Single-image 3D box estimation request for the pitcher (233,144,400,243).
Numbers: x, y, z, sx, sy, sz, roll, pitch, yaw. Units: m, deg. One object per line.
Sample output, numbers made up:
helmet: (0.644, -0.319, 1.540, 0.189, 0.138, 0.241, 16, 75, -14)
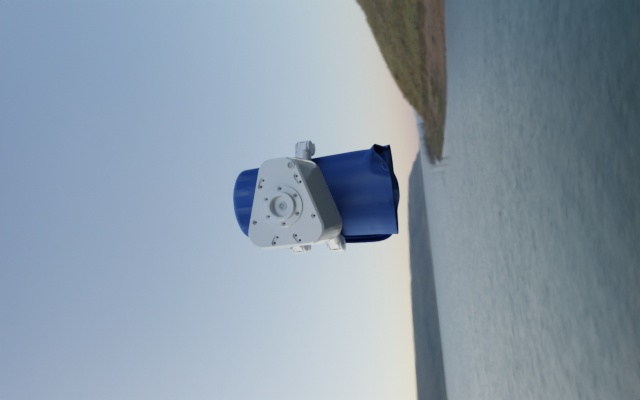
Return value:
pitcher: (0.000, 0.002, 0.734, 0.243, 0.149, 0.145, -6, 1, 12)
